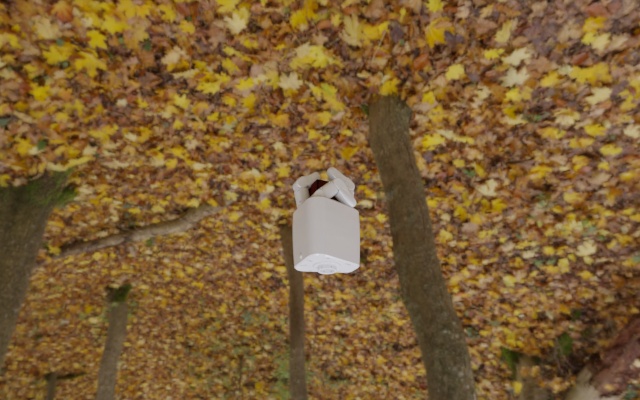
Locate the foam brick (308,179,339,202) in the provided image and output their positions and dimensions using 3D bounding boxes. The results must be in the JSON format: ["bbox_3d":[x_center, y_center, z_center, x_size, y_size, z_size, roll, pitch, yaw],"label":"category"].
[{"bbox_3d":[0.000,0.003,0.893,0.053,0.051,0.078,11,-28,-23],"label":"foam brick"}]
